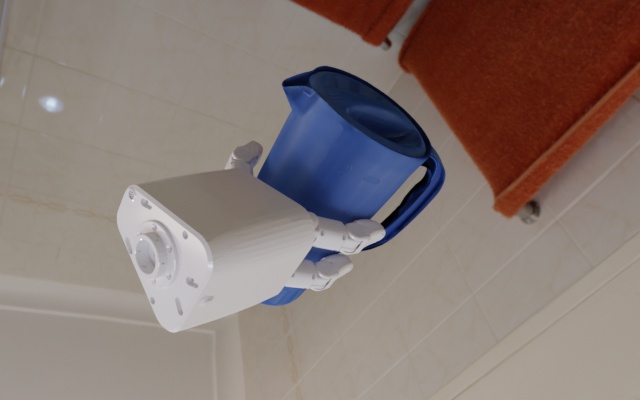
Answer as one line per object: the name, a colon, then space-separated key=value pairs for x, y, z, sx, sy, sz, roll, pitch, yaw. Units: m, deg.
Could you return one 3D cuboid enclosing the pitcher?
pitcher: x=0.000 y=0.002 z=0.496 sx=0.149 sy=0.243 sz=0.145 roll=47 pitch=32 yaw=19
